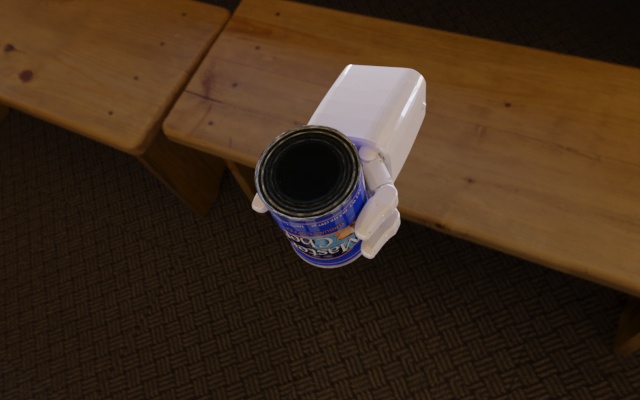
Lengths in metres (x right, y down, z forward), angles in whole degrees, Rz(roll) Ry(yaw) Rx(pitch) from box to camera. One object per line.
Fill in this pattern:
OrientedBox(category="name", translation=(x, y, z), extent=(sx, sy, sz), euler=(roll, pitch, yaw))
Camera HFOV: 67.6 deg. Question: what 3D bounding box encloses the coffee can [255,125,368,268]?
OrientedBox(category="coffee can", translation=(0.000, 0.002, 0.507), extent=(0.103, 0.102, 0.140), euler=(0, -25, 12))
